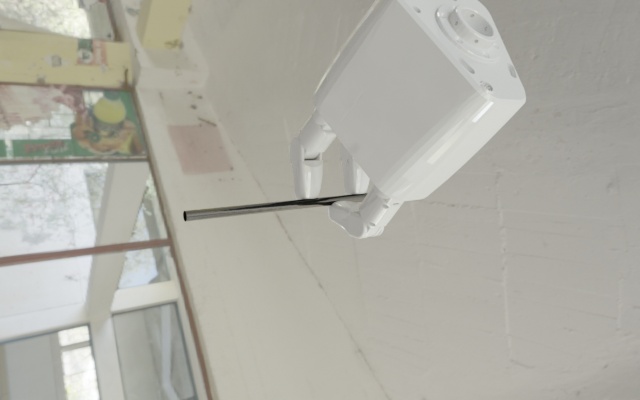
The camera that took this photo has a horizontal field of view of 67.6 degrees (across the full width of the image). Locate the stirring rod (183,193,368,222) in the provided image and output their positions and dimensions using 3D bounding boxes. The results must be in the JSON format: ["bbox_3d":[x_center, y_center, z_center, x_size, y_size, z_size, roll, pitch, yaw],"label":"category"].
[{"bbox_3d":[0.000,0.001,0.416,0.239,0.011,0.011,-6,3,-34],"label":"stirring rod"}]
